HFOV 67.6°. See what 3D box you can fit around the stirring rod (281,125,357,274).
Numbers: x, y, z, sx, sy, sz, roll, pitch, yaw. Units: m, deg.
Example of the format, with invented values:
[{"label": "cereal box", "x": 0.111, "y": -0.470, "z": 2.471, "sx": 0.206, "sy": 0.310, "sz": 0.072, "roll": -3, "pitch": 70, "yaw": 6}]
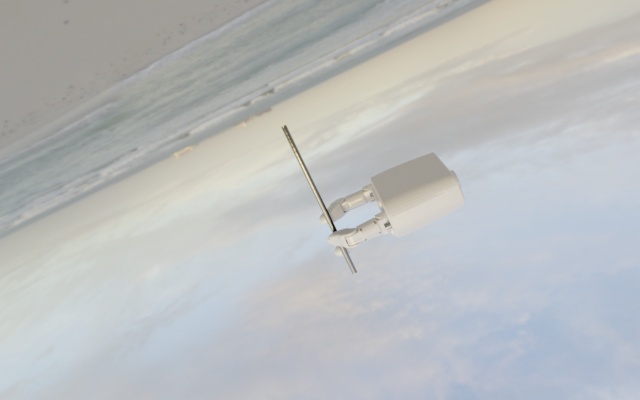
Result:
[{"label": "stirring rod", "x": 0.000, "y": 0.002, "z": 0.688, "sx": 0.011, "sy": 0.239, "sz": 0.011, "roll": -25, "pitch": 13, "yaw": 6}]
